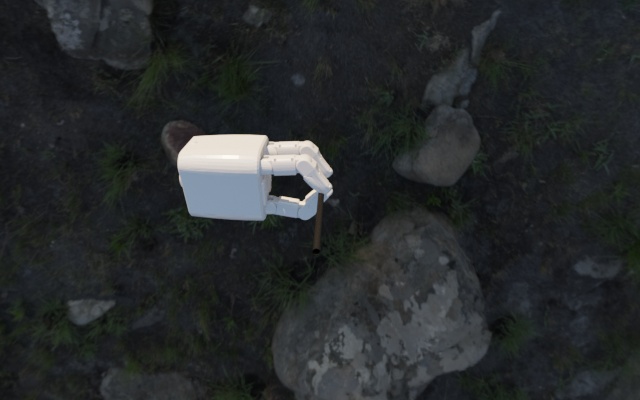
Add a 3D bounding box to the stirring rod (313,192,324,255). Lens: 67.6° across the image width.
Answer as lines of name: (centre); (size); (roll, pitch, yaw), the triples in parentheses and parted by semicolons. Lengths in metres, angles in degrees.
stirring rod: (0.000, 0.002, 0.608); (0.011, 0.011, 0.239); (0, 25, 2)
